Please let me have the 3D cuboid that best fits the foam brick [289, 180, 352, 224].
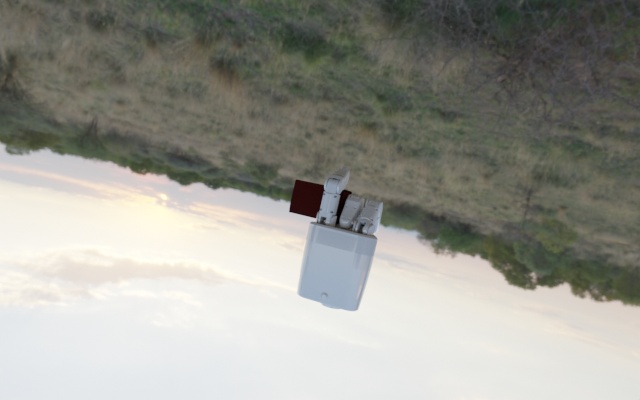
[{"bbox_3d":[0.000,0.002,0.712,0.078,0.051,0.053,13,1,18],"label":"foam brick"}]
